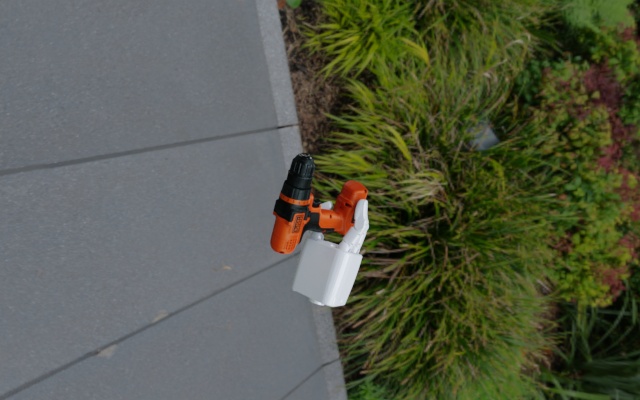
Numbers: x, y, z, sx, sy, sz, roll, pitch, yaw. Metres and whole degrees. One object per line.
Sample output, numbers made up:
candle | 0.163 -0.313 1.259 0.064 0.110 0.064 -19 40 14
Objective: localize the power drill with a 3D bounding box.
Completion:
power drill | 0.000 0.003 0.869 0.187 0.184 0.057 -3 28 -43
